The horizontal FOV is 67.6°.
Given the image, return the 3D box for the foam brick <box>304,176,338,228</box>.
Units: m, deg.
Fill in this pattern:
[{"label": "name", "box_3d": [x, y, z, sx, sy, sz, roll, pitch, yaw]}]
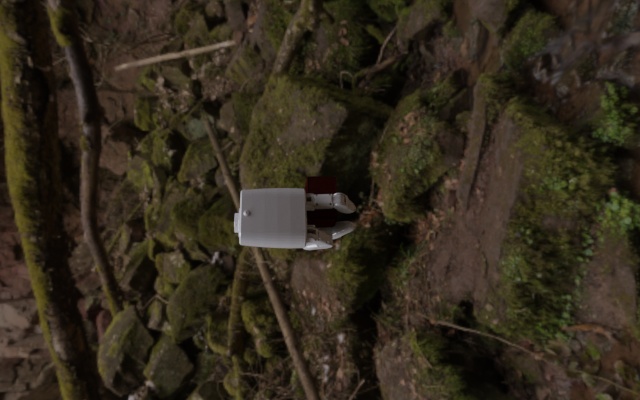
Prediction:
[{"label": "foam brick", "box_3d": [0.000, 0.002, 0.823, 0.051, 0.078, 0.053, 1, -21, -7]}]
